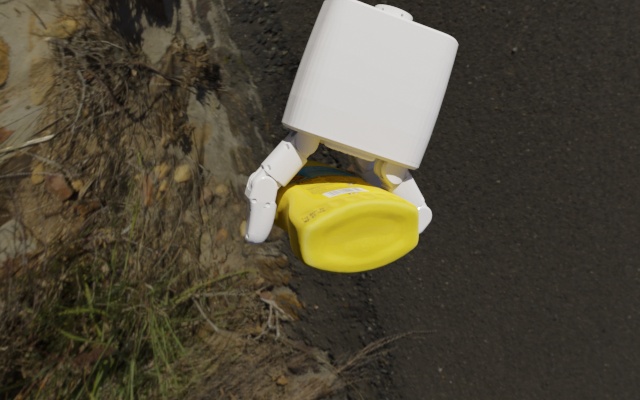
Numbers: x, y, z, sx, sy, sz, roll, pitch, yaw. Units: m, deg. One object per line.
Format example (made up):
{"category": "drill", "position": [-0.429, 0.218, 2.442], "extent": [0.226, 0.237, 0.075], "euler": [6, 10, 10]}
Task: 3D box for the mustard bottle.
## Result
{"category": "mustard bottle", "position": [0.000, 0.002, 0.427], "extent": [0.096, 0.058, 0.191], "euler": [-10, 19, -18]}
